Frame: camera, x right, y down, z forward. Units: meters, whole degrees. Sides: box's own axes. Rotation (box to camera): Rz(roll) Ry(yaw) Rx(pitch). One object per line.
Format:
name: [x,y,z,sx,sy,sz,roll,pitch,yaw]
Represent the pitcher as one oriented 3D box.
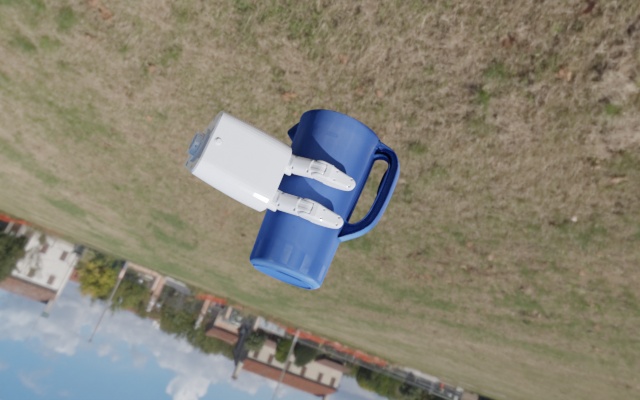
pitcher: [0.000,0.002,0.694,0.145,0.242,0.149,29,-18,-24]
